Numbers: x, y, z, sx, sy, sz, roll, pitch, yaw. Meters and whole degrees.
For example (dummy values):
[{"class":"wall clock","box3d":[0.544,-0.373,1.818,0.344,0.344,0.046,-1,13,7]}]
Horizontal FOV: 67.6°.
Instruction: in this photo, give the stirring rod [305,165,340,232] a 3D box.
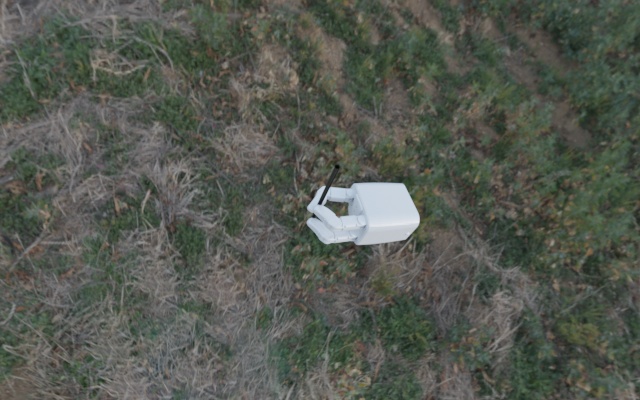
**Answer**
[{"class":"stirring rod","box3d":[0.000,0.003,0.857,0.011,0.011,0.240,0,-28,-14]}]
